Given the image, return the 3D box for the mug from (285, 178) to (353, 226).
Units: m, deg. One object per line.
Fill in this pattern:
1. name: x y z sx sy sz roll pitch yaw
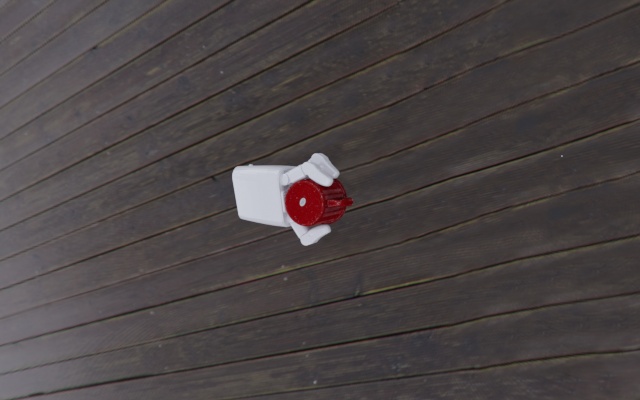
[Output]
1. mug: 0.001 0.003 0.850 0.117 0.093 0.081 5 7 28
